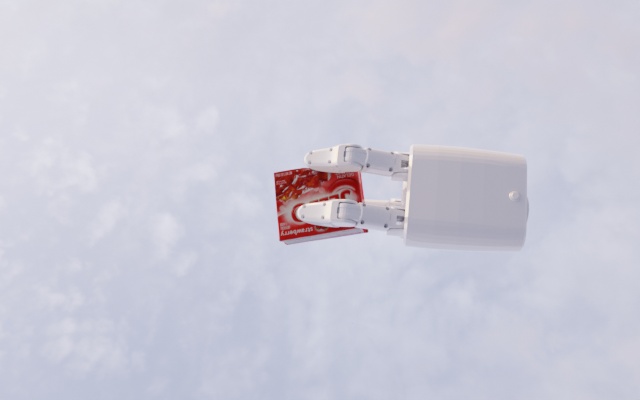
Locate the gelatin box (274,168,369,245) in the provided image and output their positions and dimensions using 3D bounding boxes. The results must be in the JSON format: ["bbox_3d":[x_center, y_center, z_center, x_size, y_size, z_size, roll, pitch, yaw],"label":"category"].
[{"bbox_3d":[0.000,0.002,0.485,0.089,0.073,0.030,-10,-17,10],"label":"gelatin box"}]
